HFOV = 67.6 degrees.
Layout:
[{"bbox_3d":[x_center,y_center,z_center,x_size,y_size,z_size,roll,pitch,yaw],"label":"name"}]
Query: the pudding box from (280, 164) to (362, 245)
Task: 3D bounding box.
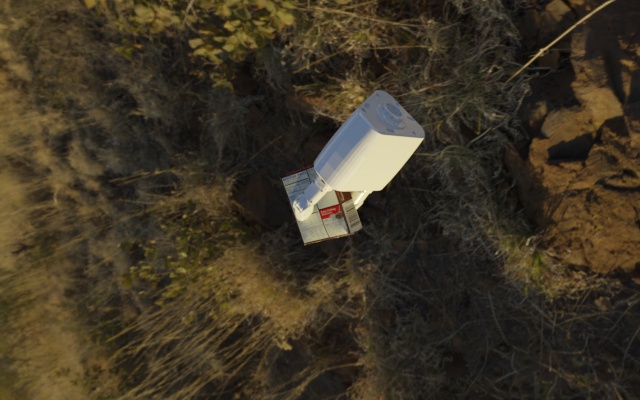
[{"bbox_3d":[0.000,0.002,0.705,0.090,0.113,0.039,-16,4,37],"label":"pudding box"}]
